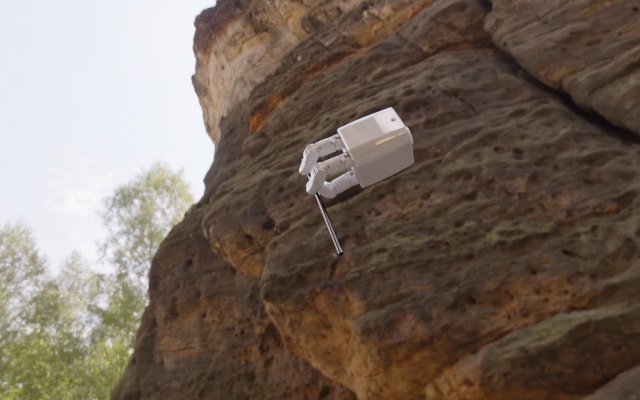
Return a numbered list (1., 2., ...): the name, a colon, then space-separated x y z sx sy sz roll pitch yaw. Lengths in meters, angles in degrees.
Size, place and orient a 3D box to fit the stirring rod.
1. stirring rod: 0.000 0.003 0.821 0.011 0.011 0.239 0 42 -21
